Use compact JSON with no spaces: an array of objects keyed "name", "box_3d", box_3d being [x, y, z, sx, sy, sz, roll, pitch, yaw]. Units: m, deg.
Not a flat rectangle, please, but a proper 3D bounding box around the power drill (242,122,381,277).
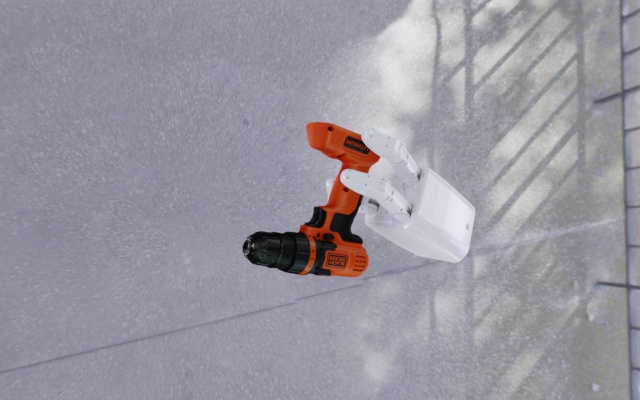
[{"name":"power drill","box_3d":[0.000,0.002,0.596,0.184,0.187,0.057,13,1,-40]}]
